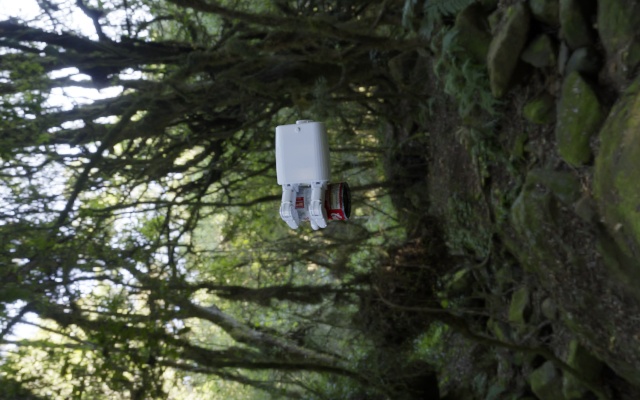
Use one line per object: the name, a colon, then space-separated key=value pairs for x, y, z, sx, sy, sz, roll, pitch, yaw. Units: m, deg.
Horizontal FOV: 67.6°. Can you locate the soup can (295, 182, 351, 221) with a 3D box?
soup can: x=0.000 y=0.003 z=0.885 sx=0.102 sy=0.068 sz=0.068 roll=-3 pitch=-1 yaw=15
